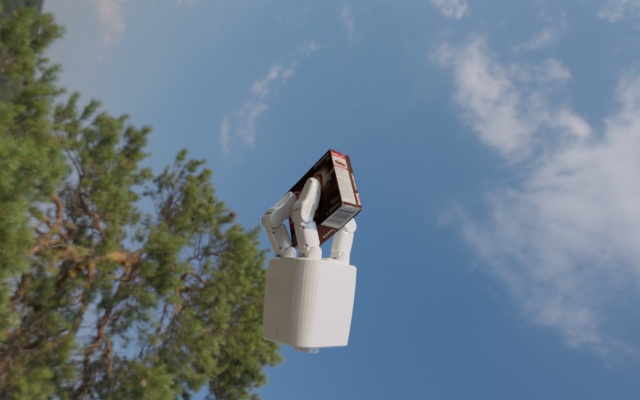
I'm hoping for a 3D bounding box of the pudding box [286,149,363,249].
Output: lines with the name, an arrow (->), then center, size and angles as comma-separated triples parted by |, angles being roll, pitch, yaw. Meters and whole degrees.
pudding box -> 0.000, 0.002, 0.630 | 0.039, 0.090, 0.113 | 17, -43, -36
